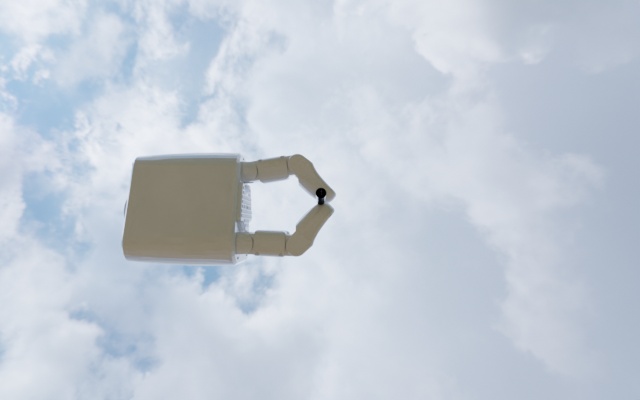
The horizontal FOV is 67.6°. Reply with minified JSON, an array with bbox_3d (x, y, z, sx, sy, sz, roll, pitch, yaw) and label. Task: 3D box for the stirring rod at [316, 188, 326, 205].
[{"bbox_3d":[0.000,0.001,0.468,0.011,0.011,0.239,0,-3,0],"label":"stirring rod"}]
